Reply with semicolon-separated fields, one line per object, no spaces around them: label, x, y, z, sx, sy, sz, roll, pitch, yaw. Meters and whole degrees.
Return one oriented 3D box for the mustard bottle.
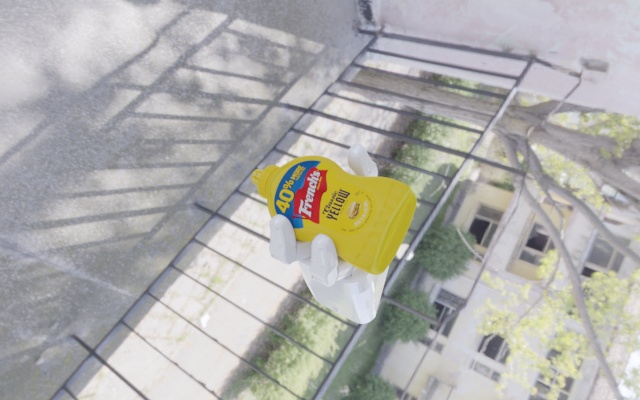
mustard bottle;0.000;0.002;0.521;0.191;0.096;0.058;22;-9;30
